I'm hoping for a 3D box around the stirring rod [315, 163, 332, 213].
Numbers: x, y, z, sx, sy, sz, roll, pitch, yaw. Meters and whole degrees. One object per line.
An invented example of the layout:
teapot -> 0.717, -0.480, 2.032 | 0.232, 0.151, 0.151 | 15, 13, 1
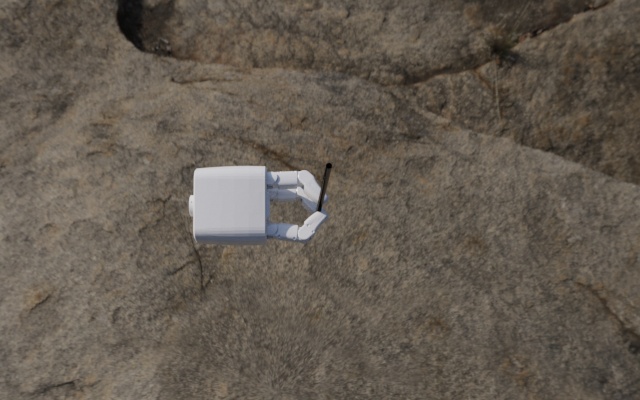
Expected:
stirring rod -> 0.000, 0.002, 0.695 | 0.011, 0.011, 0.240 | 0, -22, -5
